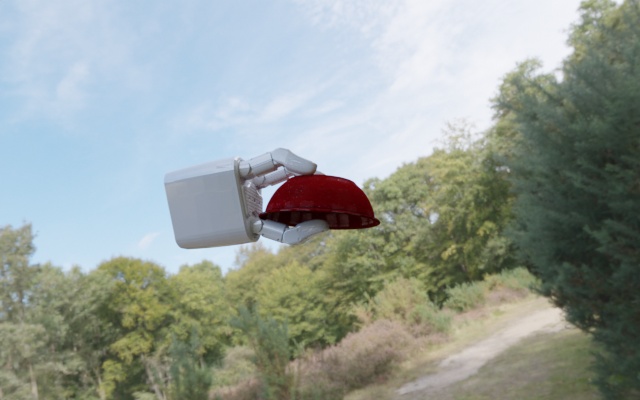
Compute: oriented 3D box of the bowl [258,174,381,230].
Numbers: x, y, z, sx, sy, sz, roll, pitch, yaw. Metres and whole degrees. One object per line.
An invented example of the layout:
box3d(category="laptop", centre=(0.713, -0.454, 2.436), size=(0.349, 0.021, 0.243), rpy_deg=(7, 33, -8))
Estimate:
box3d(category="bowl", centre=(0.001, 0.002, 0.638), size=(0.162, 0.055, 0.162), rpy_deg=(4, -11, 1))
